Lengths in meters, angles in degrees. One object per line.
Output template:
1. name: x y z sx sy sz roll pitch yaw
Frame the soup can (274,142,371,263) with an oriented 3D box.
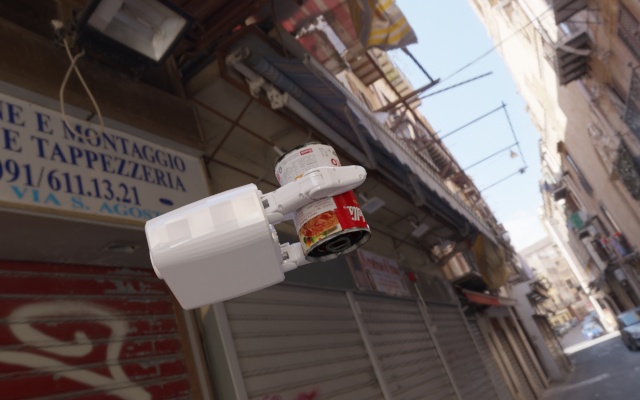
1. soup can: 0.000 0.001 0.476 0.068 0.102 0.068 -18 -23 -8
